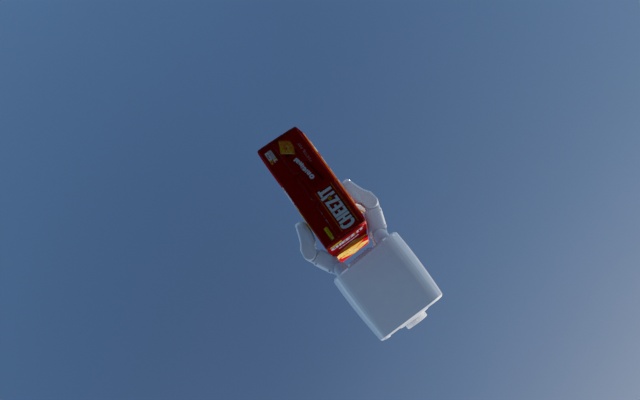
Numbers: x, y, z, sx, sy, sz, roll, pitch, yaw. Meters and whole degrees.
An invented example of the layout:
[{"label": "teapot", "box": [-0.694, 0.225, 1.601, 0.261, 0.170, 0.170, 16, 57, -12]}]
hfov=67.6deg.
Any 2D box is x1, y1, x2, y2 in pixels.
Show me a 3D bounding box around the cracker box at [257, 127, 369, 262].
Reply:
[{"label": "cracker box", "box": [0.000, 0.002, 0.713, 0.072, 0.164, 0.214, -36, -14, -2]}]
